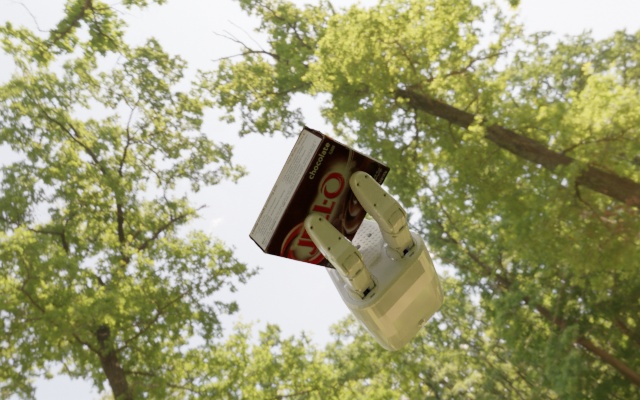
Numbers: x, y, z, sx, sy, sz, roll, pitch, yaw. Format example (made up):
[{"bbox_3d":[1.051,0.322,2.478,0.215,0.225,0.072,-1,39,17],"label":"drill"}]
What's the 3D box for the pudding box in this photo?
[{"bbox_3d":[0.000,0.001,0.429,0.090,0.113,0.039,19,10,-43],"label":"pudding box"}]
